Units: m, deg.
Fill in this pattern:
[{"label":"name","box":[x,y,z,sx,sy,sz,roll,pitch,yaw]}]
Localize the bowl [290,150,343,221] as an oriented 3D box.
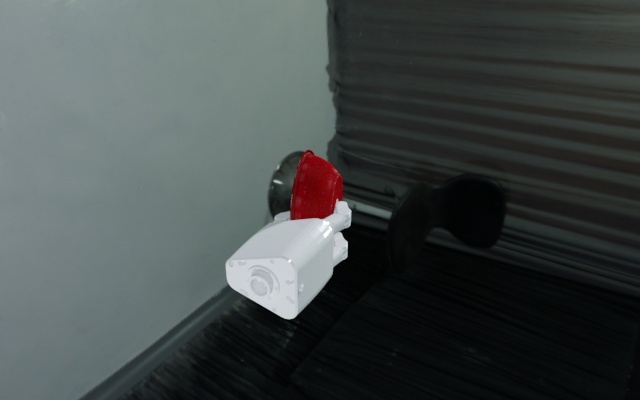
[{"label":"bowl","box":[0.001,0.002,0.754,0.055,0.162,0.162,5,1,12]}]
